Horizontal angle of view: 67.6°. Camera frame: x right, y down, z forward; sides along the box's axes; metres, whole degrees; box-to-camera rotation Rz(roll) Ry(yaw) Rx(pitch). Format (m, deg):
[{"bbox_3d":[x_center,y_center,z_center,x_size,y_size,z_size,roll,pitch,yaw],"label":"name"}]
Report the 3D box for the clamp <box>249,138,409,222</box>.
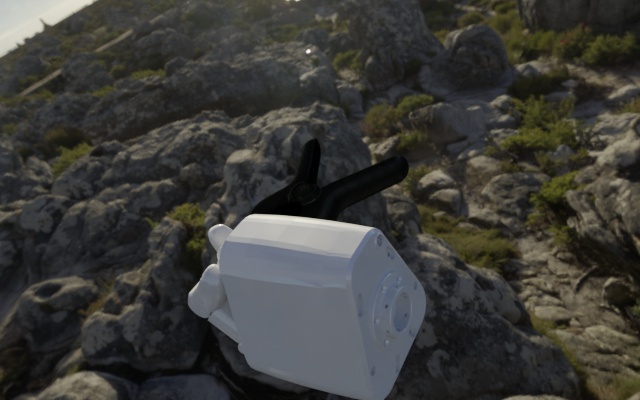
[{"bbox_3d":[0.000,0.001,0.427,0.120,0.039,0.171,4,45,35],"label":"clamp"}]
